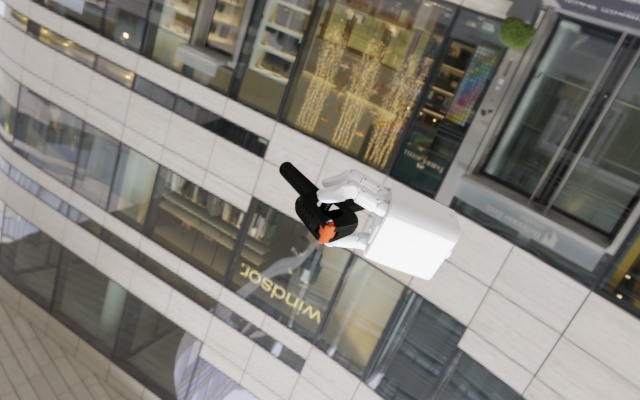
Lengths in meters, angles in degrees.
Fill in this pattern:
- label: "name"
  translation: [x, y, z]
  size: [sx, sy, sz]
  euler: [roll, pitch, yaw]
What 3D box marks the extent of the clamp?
- label: "clamp"
  translation: [0.000, 0.003, 0.709]
  size: [0.164, 0.036, 0.210]
  euler: [23, 20, -1]
